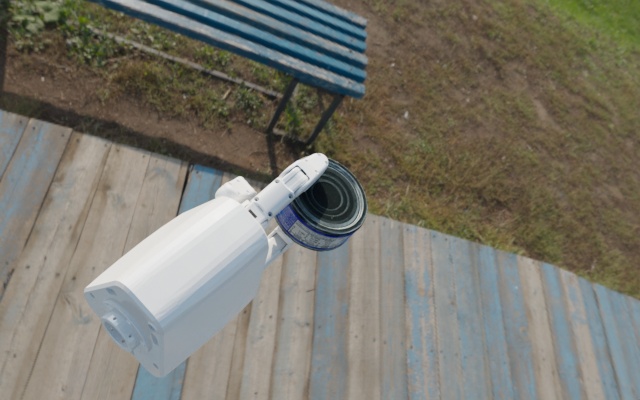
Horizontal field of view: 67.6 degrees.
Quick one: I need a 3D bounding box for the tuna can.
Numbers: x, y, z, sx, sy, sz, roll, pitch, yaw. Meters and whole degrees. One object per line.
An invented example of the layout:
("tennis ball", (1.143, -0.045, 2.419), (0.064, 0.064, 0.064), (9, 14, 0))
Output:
("tuna can", (0.000, 0.001, 0.442), (0.086, 0.086, 0.034), (0, -30, -31))
